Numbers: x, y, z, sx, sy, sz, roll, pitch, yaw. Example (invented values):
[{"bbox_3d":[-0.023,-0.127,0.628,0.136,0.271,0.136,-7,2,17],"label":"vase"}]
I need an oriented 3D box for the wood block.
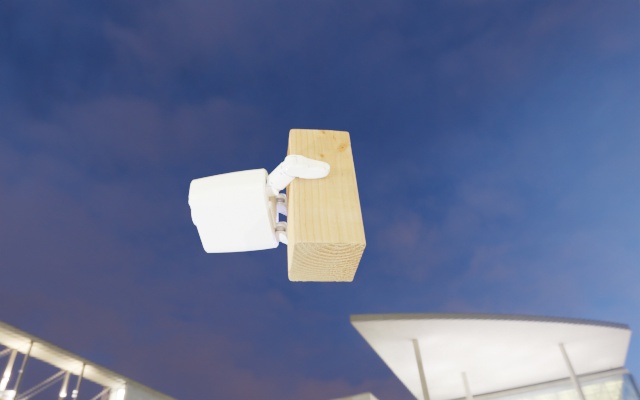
[{"bbox_3d":[0.000,0.002,0.675,0.090,0.206,0.091,2,-40,-8],"label":"wood block"}]
